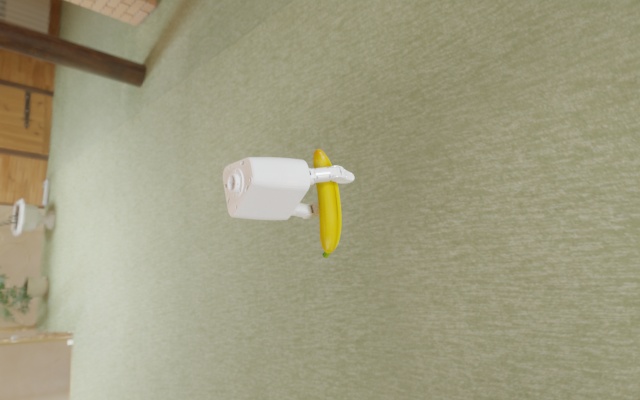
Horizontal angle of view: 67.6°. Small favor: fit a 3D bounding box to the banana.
[{"bbox_3d":[0.009,0.006,0.838,0.037,0.198,0.069,-4,2,-28],"label":"banana"}]
